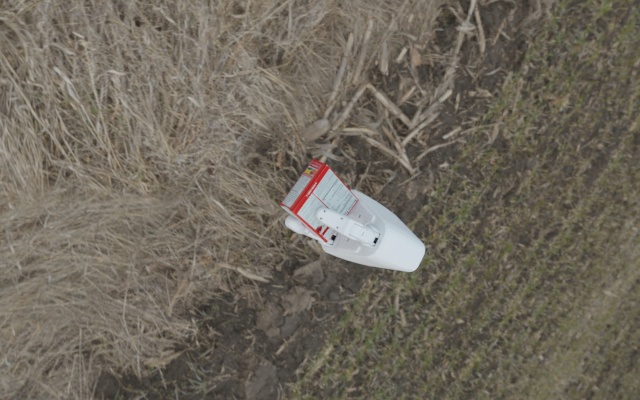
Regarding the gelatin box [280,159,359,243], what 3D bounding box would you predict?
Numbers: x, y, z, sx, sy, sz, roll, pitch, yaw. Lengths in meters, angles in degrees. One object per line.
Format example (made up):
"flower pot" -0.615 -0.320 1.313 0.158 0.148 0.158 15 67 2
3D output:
"gelatin box" 0.000 0.002 0.609 0.030 0.073 0.089 28 -11 43
